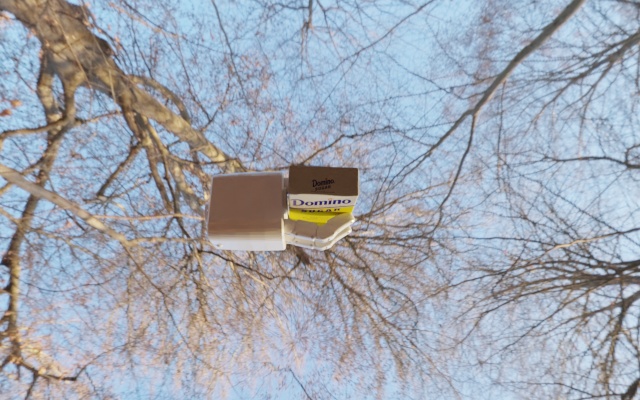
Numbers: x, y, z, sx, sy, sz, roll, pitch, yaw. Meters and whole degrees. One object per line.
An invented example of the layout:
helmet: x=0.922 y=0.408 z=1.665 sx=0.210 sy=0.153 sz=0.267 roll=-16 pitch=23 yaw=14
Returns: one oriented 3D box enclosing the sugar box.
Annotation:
sugar box: x=0.000 y=0.003 z=0.691 sx=0.093 sy=0.048 sz=0.176 roll=2 pitch=-16 yaw=-2
